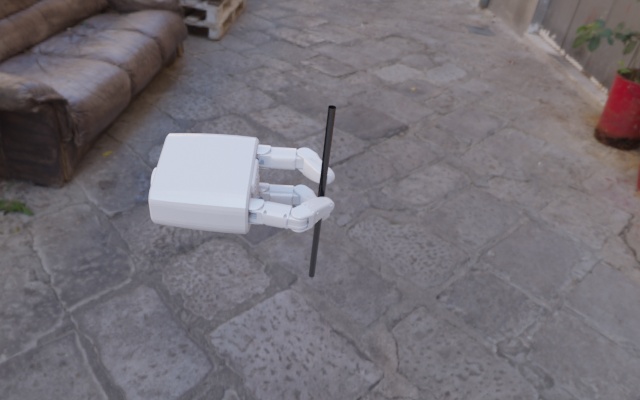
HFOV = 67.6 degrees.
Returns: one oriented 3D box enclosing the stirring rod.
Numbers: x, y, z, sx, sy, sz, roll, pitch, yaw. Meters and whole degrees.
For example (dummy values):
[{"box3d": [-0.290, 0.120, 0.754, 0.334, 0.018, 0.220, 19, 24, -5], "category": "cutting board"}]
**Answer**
[{"box3d": [0.000, 0.002, 0.553, 0.011, 0.240, 0.011, 4, 37, -3], "category": "stirring rod"}]
